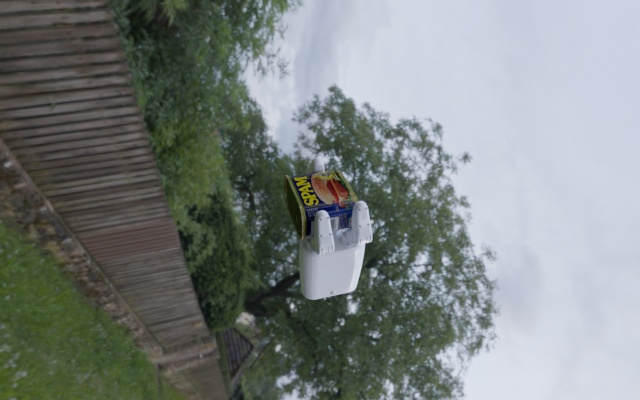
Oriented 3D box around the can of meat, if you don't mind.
[{"bbox_3d":[0.000,0.002,0.685,0.084,0.057,0.102,-9,39,-14],"label":"can of meat"}]
